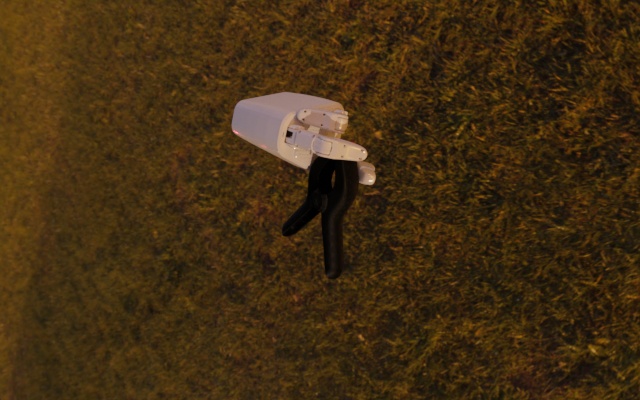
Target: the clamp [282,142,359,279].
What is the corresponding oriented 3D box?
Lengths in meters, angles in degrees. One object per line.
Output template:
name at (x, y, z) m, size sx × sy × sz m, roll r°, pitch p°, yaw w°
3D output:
clamp at (0.000, 0.002, 0.615) m, size 0.120 × 0.171 × 0.039 m, roll 24°, pitch 17°, yaw 39°
